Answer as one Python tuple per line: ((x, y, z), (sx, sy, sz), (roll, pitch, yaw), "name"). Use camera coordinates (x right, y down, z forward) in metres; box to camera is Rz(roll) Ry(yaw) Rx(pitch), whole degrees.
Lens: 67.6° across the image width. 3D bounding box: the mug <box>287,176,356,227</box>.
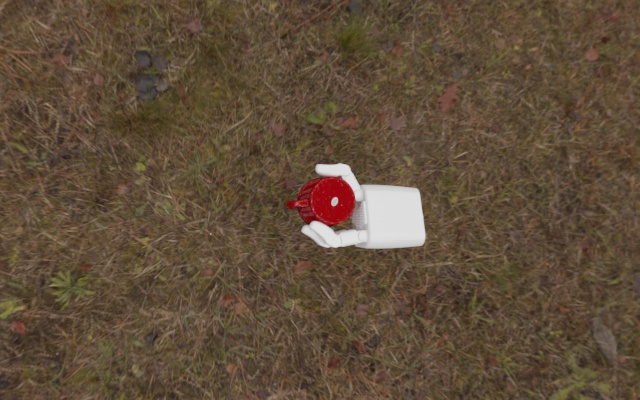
((-0.001, 0.003, 0.825), (0.117, 0.093, 0.081), (-1, -3, -14), "mug")
